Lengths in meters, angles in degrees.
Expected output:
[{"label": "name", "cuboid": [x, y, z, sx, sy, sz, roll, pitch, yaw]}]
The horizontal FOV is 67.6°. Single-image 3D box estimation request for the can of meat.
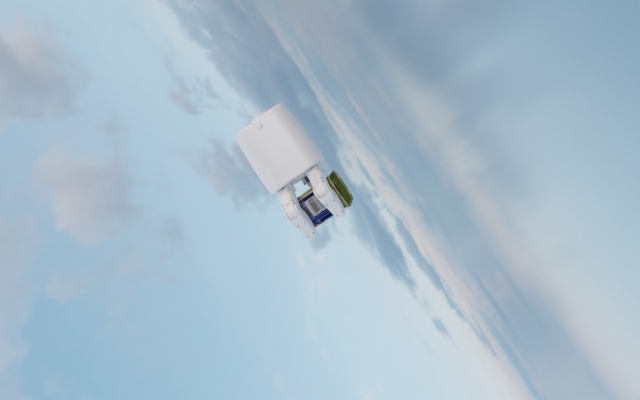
[{"label": "can of meat", "cuboid": [0.000, 0.003, 0.758, 0.084, 0.057, 0.102, -34, 5, 12]}]
